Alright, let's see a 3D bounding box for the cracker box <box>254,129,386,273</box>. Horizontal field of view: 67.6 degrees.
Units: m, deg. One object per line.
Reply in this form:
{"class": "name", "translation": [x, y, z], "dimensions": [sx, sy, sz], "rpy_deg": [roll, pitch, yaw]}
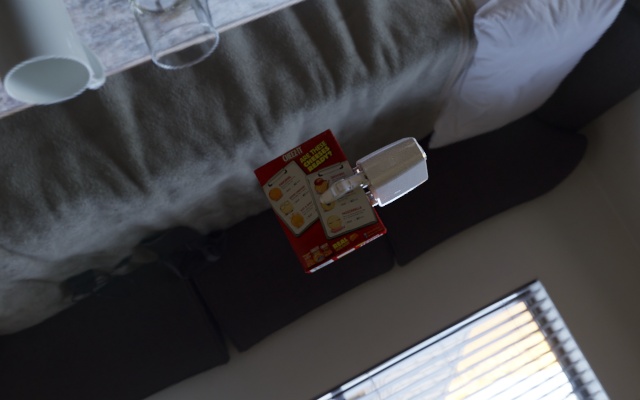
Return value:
{"class": "cracker box", "translation": [0.000, 0.003, 0.884], "dimensions": [0.164, 0.213, 0.072], "rpy_deg": [-29, -12, 2]}
